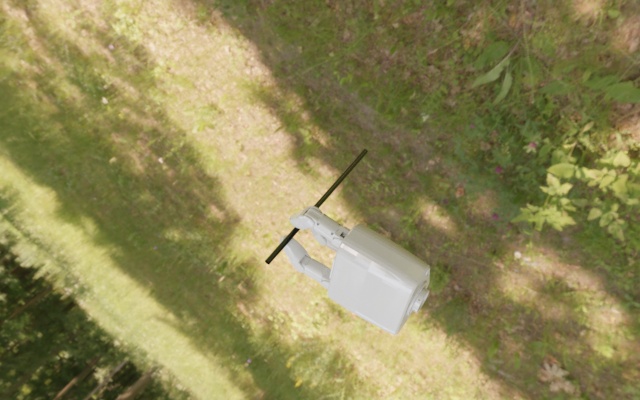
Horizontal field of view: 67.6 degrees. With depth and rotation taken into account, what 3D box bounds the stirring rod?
[{"bbox_3d":[0.000,0.002,0.681,0.011,0.011,0.239,0,41,50],"label":"stirring rod"}]
